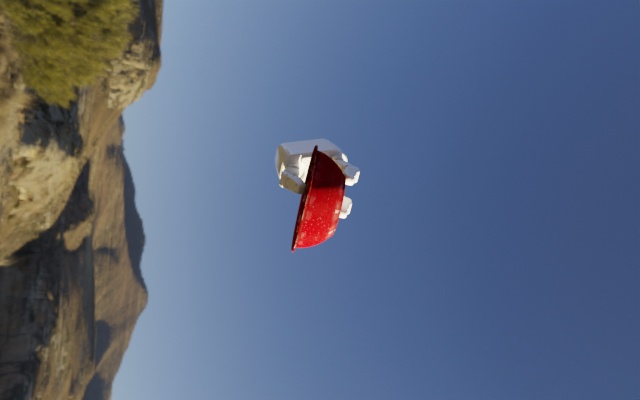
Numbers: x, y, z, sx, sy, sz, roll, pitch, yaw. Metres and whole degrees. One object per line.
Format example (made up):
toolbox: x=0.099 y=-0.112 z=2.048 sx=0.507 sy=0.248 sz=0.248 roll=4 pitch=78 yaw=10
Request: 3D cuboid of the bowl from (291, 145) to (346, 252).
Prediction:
bowl: x=0.000 y=0.003 z=0.706 sx=0.055 sy=0.162 sz=0.162 roll=13 pitch=-1 yaw=-4
